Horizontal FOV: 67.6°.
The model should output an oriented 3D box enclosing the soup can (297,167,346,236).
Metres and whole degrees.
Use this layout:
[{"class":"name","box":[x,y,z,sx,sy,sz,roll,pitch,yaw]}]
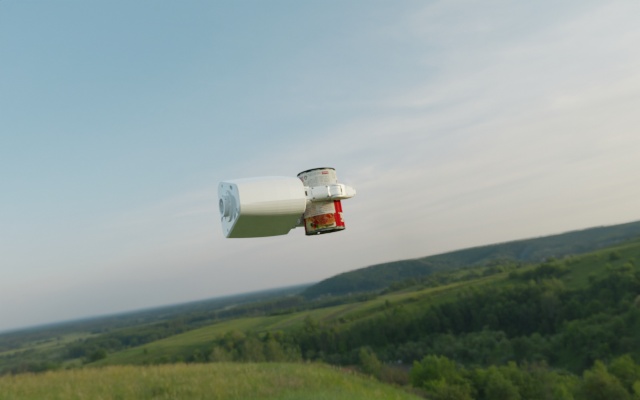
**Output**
[{"class":"soup can","box":[0.001,0.002,0.789,0.068,0.102,0.068,-9,-9,-1]}]
